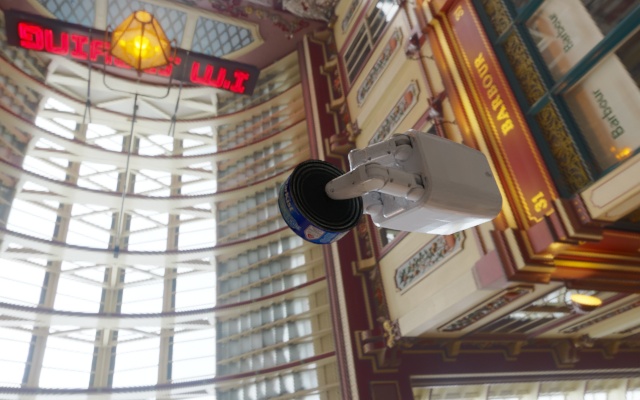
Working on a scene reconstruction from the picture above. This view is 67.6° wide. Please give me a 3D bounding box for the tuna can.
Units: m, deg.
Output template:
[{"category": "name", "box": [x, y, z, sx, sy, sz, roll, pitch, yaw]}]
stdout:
[{"category": "tuna can", "box": [0.000, 0.002, 0.496, 0.086, 0.086, 0.034, 0, -30, -34]}]
